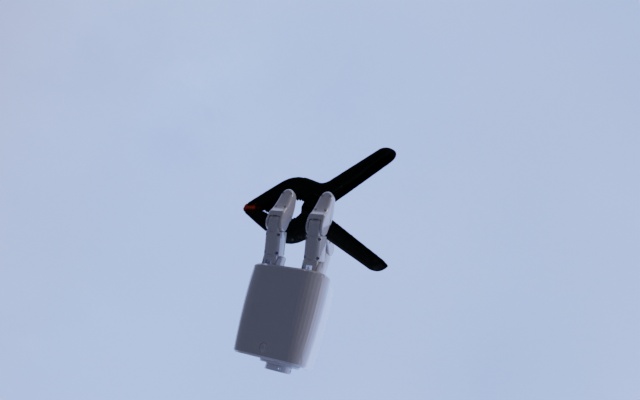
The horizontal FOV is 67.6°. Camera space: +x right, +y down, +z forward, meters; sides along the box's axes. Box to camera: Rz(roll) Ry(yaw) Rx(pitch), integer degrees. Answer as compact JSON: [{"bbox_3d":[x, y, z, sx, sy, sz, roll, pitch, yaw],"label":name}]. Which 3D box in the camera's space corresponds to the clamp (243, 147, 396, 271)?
[{"bbox_3d":[0.000,0.003,0.622,0.210,0.164,0.036,4,-26,25],"label":"clamp"}]
